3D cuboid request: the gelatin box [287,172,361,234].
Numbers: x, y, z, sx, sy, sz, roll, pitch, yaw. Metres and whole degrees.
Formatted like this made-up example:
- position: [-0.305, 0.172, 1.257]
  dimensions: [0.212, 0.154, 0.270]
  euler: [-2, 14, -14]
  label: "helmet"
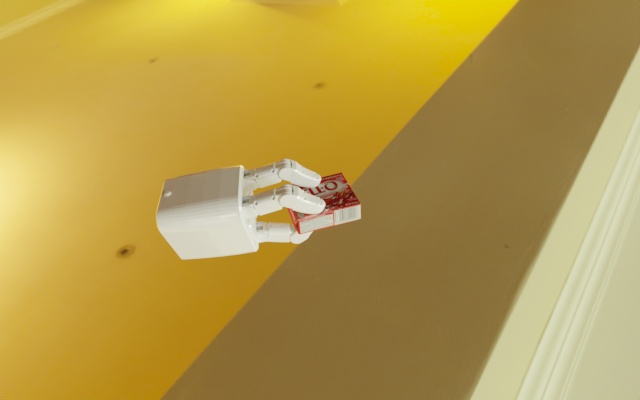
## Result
- position: [0.000, 0.002, 0.633]
  dimensions: [0.089, 0.030, 0.073]
  euler: [-13, 41, -12]
  label: "gelatin box"
